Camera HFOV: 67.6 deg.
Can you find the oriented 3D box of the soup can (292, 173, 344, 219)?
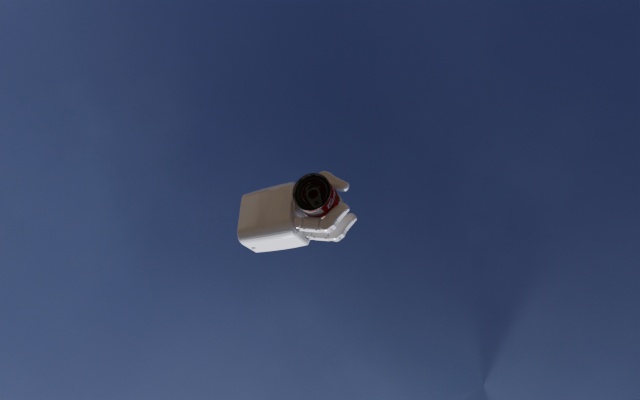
[{"bbox_3d":[0.001,0.003,0.838,0.068,0.068,0.102,0,-20,19],"label":"soup can"}]
